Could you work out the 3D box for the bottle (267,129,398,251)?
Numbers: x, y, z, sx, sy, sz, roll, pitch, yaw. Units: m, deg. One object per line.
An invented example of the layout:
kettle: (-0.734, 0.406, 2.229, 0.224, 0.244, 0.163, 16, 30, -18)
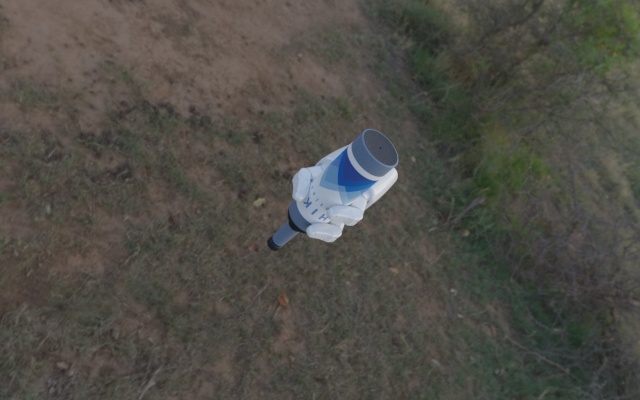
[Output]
bottle: (0.000, 0.002, 0.760, 0.069, 0.069, 0.296, 0, -31, -42)
